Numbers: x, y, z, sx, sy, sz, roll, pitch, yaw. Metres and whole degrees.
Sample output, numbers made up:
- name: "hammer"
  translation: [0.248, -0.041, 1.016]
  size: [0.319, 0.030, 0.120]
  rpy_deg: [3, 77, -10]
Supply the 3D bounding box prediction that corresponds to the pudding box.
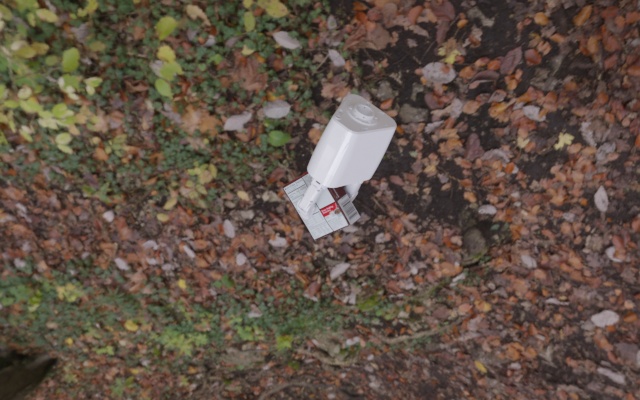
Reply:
- name: "pudding box"
  translation: [0.000, 0.003, 0.803]
  size: [0.090, 0.113, 0.039]
  rpy_deg: [-27, 5, 42]
